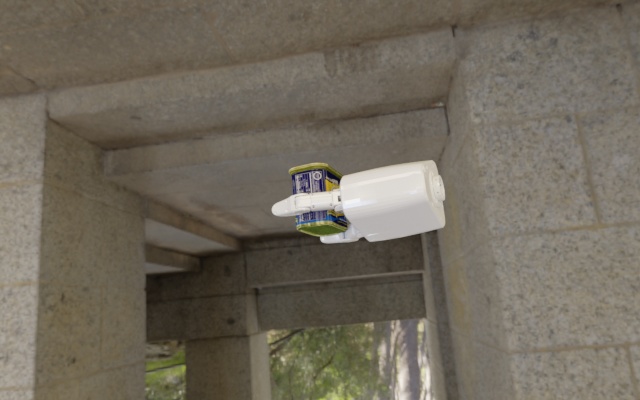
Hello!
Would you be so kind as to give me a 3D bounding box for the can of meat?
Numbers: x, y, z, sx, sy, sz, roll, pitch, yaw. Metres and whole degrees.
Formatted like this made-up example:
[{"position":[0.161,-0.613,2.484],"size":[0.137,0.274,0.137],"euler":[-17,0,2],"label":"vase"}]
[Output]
[{"position":[0.000,0.003,0.671],"size":[0.057,0.084,0.102],"euler":[-10,-14,20],"label":"can of meat"}]
